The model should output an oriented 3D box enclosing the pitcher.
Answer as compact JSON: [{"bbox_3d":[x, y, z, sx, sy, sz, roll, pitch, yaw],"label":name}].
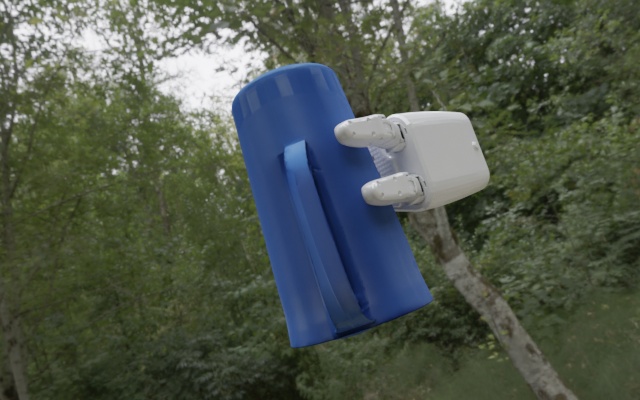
[{"bbox_3d":[0.000,0.001,0.436,0.145,0.243,0.149,-12,-11,-37],"label":"pitcher"}]
